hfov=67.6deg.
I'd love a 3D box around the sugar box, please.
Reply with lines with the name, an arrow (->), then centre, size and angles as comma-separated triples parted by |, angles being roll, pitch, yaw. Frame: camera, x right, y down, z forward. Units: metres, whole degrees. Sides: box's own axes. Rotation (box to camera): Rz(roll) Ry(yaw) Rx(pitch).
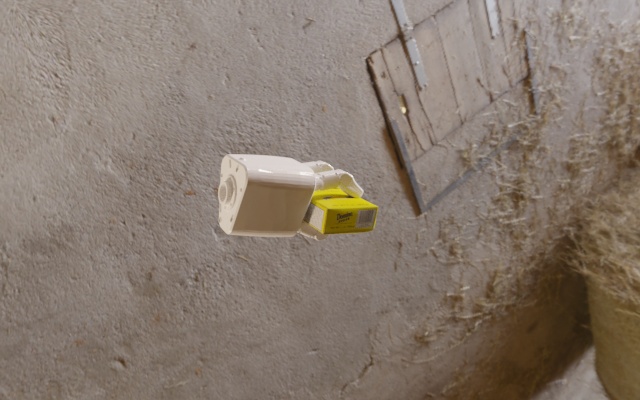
sugar box -> 0.000, 0.002, 0.749 | 0.093, 0.048, 0.176 | -1, 20, -33
